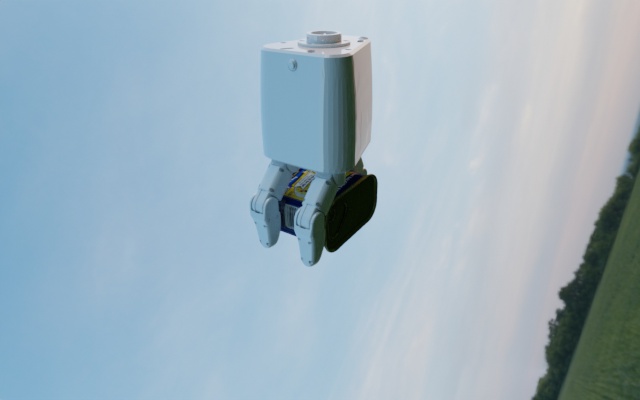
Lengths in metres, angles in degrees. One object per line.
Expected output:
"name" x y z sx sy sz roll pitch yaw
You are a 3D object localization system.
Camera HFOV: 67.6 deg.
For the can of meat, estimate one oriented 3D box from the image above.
"can of meat" 0.000 0.002 0.511 0.084 0.057 0.102 17 35 30
